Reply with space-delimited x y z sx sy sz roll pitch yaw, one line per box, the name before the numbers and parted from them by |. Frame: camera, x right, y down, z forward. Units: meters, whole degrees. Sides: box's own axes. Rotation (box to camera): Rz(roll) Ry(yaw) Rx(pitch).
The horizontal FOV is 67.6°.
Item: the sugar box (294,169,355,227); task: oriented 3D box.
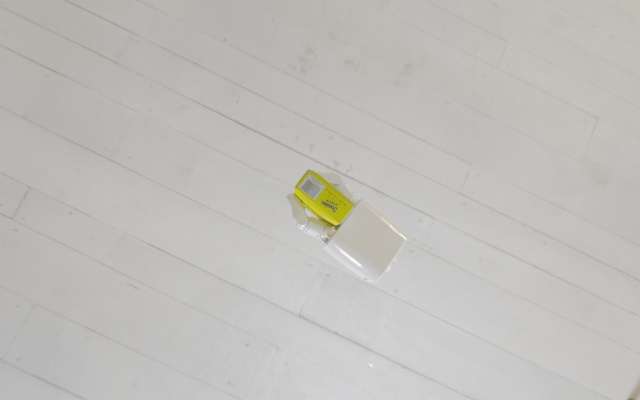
sugar box | 0.000 0.003 0.819 0.093 0.048 0.176 39 -9 1
